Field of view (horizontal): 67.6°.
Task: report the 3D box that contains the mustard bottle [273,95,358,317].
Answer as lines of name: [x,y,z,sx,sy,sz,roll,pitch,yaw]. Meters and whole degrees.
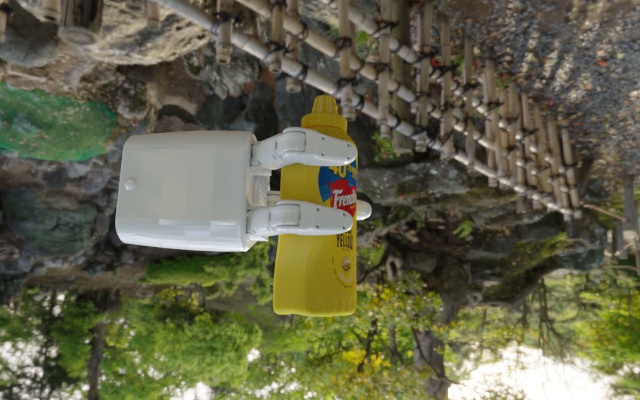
mustard bottle: [0.000,0.002,0.416,0.058,0.191,0.096,-4,-12,28]
